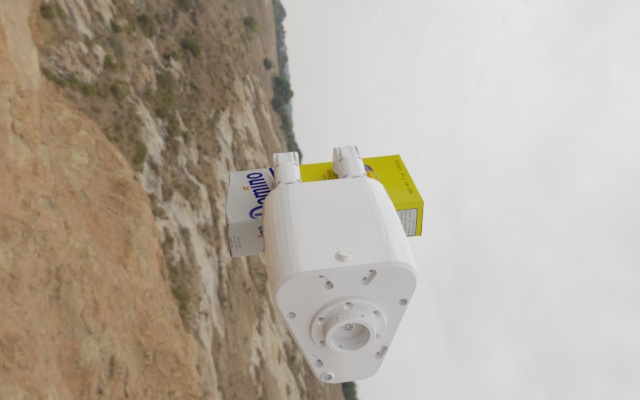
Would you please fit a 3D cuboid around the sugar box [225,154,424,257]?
[{"bbox_3d":[0.000,0.001,0.458,0.176,0.048,0.093,-5,34,-5],"label":"sugar box"}]
